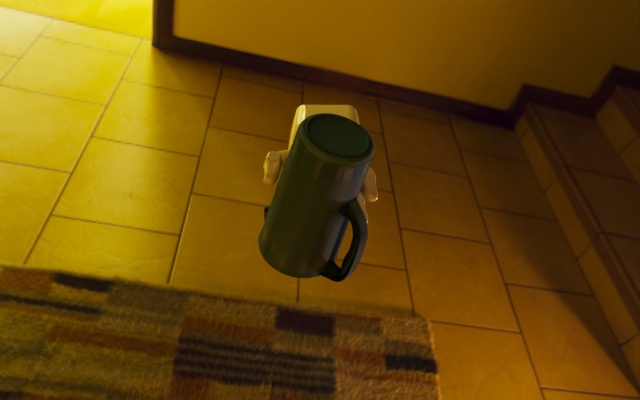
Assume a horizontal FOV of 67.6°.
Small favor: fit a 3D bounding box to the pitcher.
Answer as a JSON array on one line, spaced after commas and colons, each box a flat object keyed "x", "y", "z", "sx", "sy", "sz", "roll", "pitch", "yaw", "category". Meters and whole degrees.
[{"x": 0.000, "y": 0.002, "z": 0.709, "sx": 0.149, "sy": 0.145, "sz": 0.243, "roll": 12, "pitch": -46, "yaw": -10, "category": "pitcher"}]
